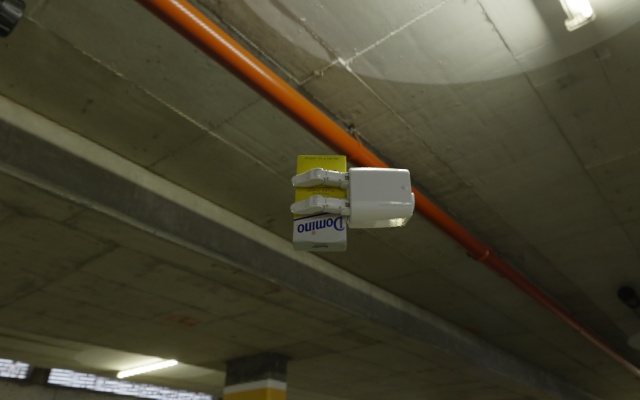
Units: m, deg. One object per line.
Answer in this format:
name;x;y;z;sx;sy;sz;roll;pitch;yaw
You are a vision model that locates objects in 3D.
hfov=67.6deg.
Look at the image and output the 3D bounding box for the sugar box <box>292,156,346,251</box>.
sugar box;0.000;0.002;0.854;0.093;0.176;0.048;0;-31;2
